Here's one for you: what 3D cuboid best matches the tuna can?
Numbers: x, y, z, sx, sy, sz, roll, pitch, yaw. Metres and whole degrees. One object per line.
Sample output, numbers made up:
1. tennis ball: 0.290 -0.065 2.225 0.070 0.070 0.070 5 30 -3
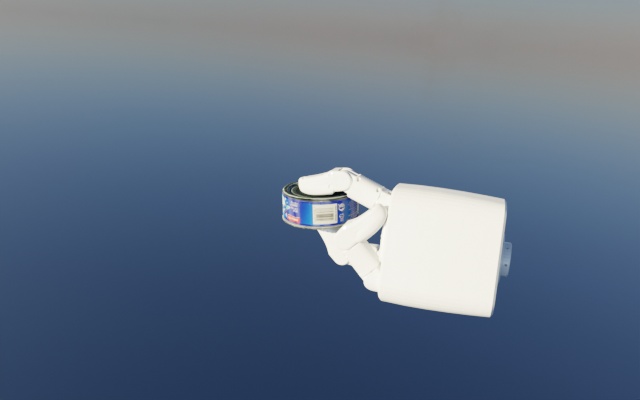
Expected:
1. tuna can: 0.000 0.001 0.530 0.086 0.034 0.086 -1 18 0
